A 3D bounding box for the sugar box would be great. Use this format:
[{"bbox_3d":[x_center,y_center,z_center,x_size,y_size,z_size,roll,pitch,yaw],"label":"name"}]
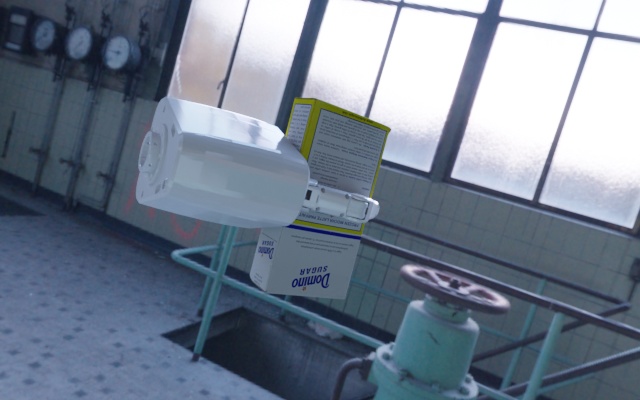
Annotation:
[{"bbox_3d":[0.000,0.001,0.453,0.093,0.176,0.048,13,6,-34],"label":"sugar box"}]
